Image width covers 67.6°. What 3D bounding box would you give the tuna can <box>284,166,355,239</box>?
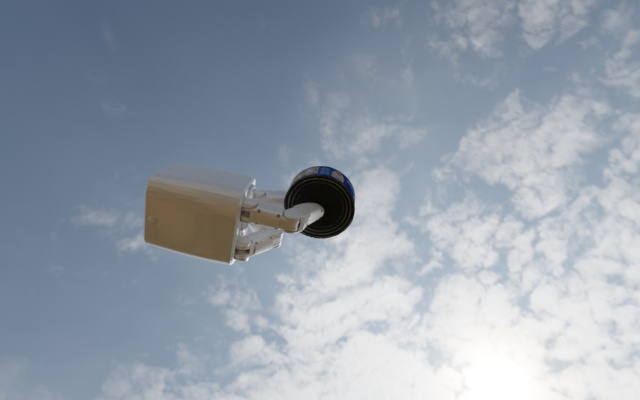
[{"bbox_3d":[0.000,0.002,0.583,0.086,0.086,0.033,0,27,7],"label":"tuna can"}]
